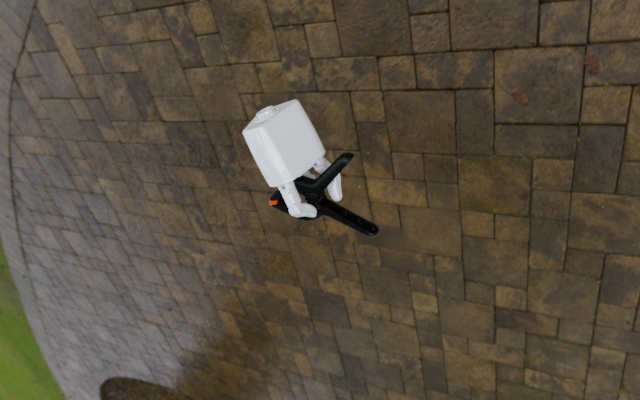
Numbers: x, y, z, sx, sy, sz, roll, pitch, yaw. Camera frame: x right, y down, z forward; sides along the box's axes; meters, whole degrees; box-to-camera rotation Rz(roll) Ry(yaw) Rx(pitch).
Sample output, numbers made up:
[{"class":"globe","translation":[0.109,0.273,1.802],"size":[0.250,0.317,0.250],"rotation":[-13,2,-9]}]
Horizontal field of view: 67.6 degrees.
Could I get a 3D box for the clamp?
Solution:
[{"class":"clamp","translation":[-0.001,0.003,0.863],"size":[0.210,0.165,0.036],"rotation":[-9,28,36]}]
